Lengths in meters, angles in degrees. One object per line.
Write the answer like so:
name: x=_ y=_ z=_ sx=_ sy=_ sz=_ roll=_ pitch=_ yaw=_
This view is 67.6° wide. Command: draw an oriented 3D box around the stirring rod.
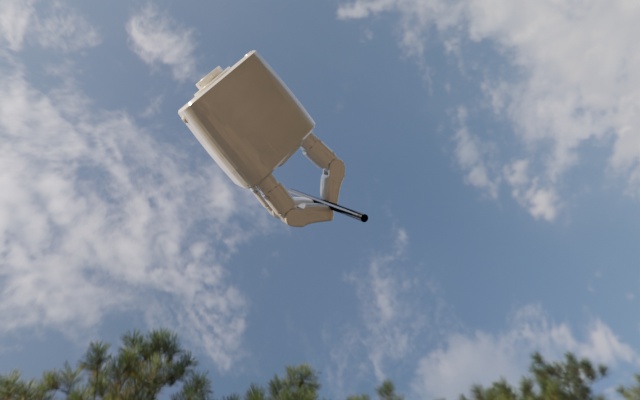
stirring rod: x=0.000 y=0.002 z=0.571 sx=0.011 sy=0.011 sz=0.239 roll=0 pitch=7 yaw=-21
